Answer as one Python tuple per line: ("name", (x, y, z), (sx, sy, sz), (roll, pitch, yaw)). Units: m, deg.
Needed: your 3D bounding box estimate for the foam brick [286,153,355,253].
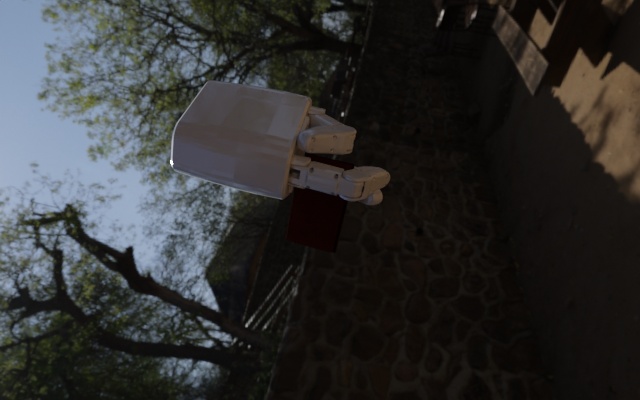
("foam brick", (0.000, 0.002, 0.471), (0.051, 0.078, 0.053), (12, 25, 1))
